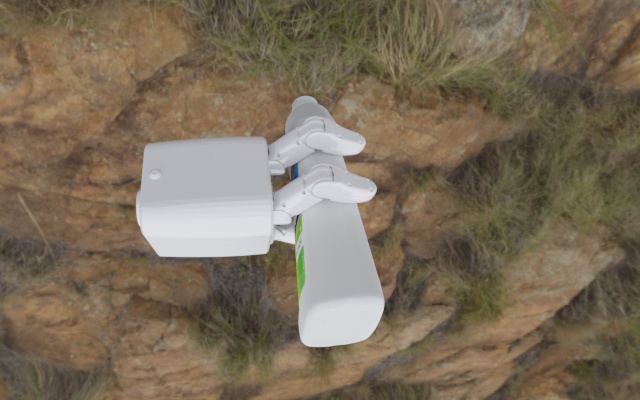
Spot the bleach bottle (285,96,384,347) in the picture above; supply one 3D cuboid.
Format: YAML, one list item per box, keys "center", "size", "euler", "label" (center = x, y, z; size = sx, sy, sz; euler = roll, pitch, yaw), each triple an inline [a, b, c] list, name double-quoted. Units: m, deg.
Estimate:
- center: [0.000, 0.001, 0.461]
  size: [0.068, 0.250, 0.103]
  euler: [-4, -35, -9]
  label: "bleach bottle"
